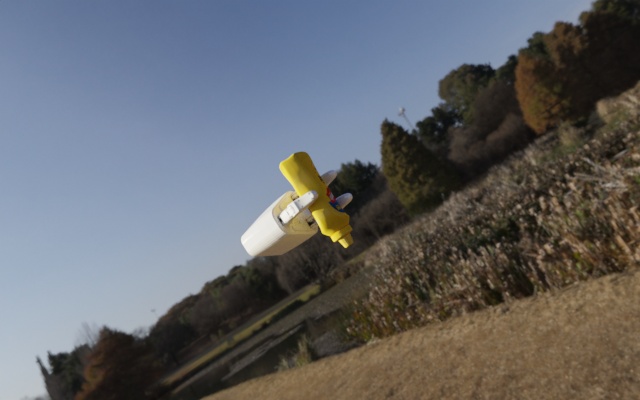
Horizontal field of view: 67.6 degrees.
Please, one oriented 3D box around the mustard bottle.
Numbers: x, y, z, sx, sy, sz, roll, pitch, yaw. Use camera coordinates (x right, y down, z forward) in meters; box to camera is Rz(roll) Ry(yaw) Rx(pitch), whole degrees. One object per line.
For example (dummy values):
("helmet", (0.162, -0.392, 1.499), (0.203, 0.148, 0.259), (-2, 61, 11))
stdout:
("mustard bottle", (0.000, 0.002, 0.878), (0.058, 0.191, 0.096), (-34, -6, 7))
